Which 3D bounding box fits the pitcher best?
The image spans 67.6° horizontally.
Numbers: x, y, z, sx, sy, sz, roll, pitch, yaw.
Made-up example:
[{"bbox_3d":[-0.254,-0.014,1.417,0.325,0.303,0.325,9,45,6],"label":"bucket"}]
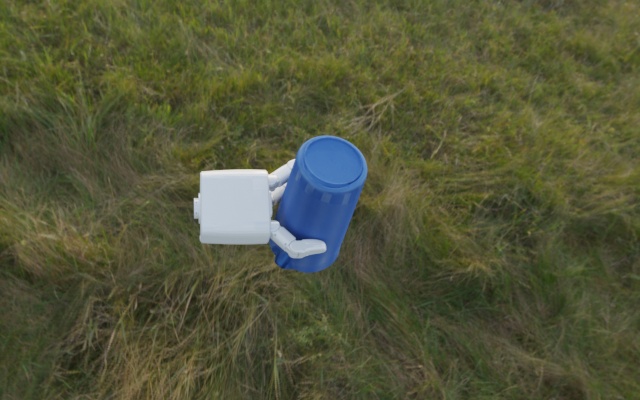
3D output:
[{"bbox_3d":[0.000,0.003,0.794,0.145,0.149,0.243,1,-34,-14],"label":"pitcher"}]
